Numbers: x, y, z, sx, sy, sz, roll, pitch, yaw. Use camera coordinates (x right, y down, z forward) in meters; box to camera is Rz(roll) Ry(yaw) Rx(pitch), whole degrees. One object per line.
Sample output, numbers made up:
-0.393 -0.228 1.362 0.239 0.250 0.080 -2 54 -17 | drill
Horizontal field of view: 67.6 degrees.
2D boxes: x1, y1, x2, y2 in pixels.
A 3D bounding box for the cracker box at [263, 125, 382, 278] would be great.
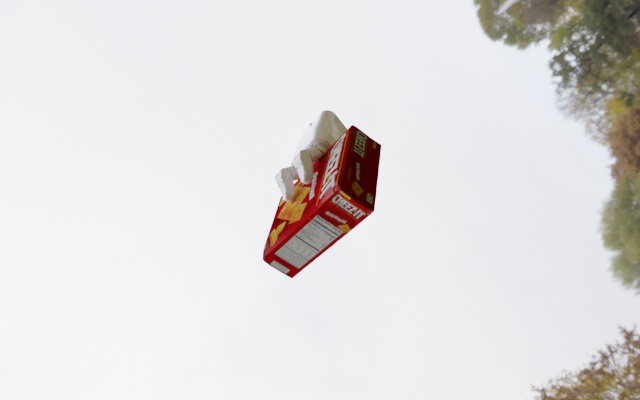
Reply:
0.000 0.003 0.772 0.072 0.164 0.214 33 -50 -17 | cracker box
